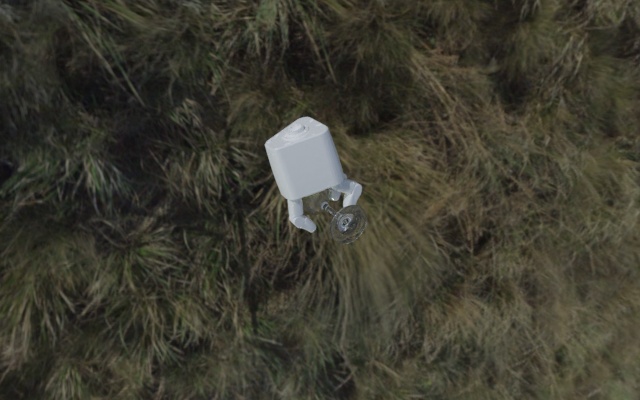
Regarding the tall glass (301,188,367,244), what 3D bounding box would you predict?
[{"bbox_3d":[0.000,0.003,0.896,0.079,0.079,0.201,0,23,-32],"label":"tall glass"}]
